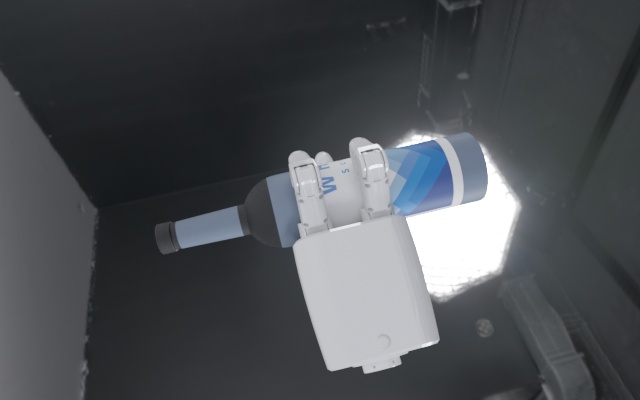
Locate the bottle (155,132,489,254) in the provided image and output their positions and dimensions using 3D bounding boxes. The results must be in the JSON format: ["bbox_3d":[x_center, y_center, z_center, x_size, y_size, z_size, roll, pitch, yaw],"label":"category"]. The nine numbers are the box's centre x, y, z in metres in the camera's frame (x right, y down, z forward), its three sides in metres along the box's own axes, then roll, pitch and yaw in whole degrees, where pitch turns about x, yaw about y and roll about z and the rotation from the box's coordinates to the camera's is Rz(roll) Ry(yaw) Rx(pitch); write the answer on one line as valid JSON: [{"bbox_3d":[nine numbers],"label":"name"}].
[{"bbox_3d":[0.000,0.001,0.437,0.296,0.069,0.069,-13,1,-5],"label":"bottle"}]
